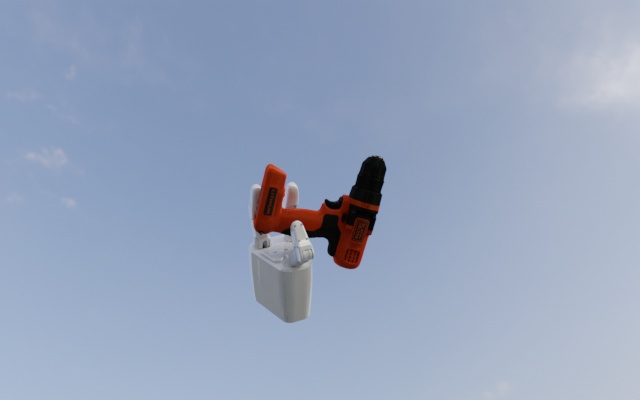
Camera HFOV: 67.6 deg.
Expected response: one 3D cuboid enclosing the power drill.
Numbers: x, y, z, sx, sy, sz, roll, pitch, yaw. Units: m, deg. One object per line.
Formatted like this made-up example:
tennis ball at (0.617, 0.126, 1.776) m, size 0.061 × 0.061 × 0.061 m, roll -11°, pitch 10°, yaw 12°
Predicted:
power drill at (0.000, 0.003, 0.737) m, size 0.187 × 0.184 × 0.057 m, roll 14°, pitch 4°, yaw -11°
